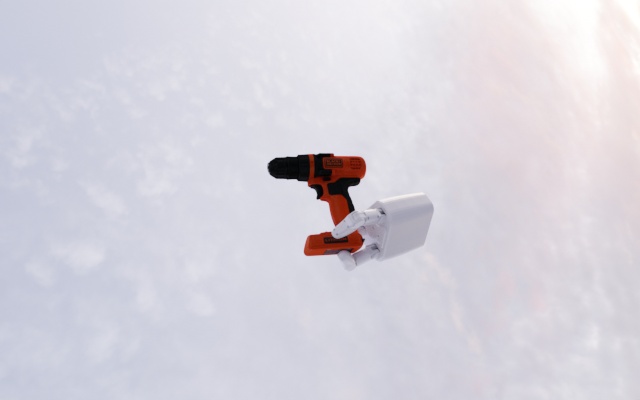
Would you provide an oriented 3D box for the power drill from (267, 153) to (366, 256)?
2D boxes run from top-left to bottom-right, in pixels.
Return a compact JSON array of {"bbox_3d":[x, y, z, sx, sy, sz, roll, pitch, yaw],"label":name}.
[{"bbox_3d":[0.000,0.003,0.856,0.184,0.187,0.057,-2,-19,-10],"label":"power drill"}]
